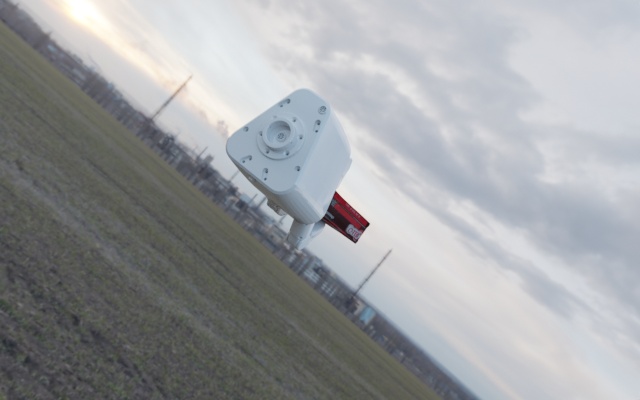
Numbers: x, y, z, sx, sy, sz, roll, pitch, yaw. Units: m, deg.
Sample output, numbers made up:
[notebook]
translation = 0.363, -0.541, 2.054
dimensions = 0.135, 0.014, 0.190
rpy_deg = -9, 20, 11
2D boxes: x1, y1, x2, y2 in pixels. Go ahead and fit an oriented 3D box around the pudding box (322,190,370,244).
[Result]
[pudding box]
translation = 0.000, 0.002, 0.624
dimensions = 0.090, 0.039, 0.113
rpy_deg = 43, -5, -41
